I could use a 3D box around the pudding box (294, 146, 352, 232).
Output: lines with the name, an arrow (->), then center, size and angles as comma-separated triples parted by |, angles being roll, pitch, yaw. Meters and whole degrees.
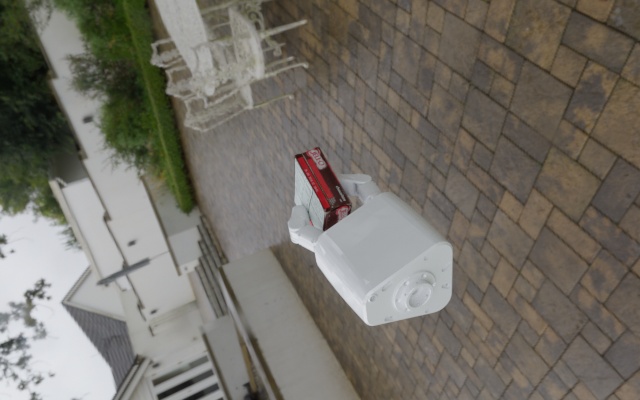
pudding box -> 0.000, 0.002, 0.599 | 0.039, 0.090, 0.114 | -19, -28, -16
